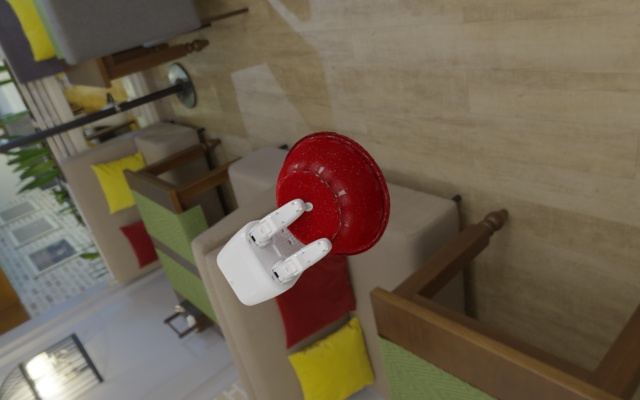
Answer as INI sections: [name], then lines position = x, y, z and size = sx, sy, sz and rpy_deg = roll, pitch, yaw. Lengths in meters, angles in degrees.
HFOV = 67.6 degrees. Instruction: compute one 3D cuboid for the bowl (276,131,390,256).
[bowl]
position = 0.000, 0.001, 0.573
size = 0.162, 0.162, 0.055
rpy_deg = 0, 18, 36
